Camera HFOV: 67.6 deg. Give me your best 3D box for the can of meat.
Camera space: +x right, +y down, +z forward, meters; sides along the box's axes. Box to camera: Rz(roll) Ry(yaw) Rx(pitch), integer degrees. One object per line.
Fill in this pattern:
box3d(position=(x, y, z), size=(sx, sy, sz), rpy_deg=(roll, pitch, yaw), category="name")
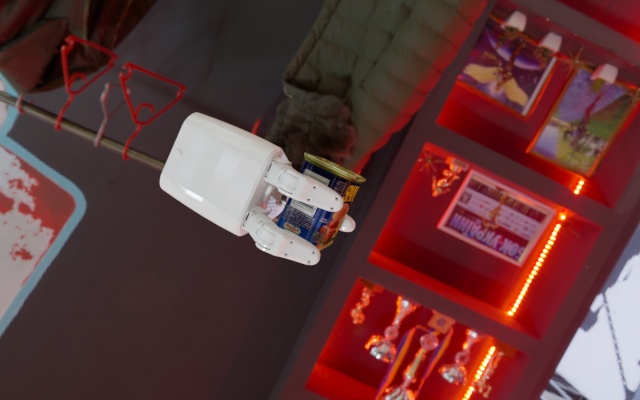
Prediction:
box3d(position=(0.000, 0.002, 0.500), size=(0.057, 0.084, 0.102), rpy_deg=(27, 6, 11), category="can of meat")
